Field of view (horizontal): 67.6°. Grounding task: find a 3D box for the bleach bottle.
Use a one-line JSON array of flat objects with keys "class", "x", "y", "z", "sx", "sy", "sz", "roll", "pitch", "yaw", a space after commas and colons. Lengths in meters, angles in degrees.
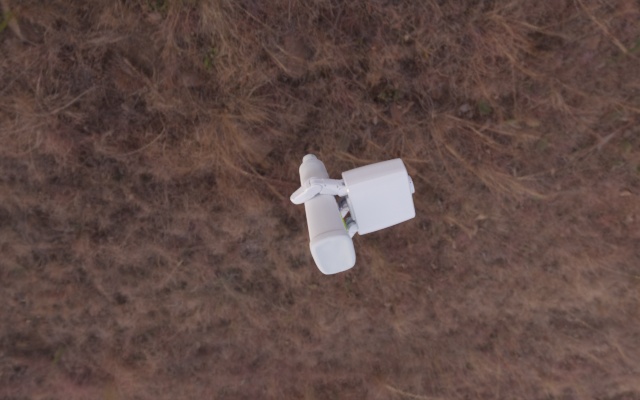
[{"class": "bleach bottle", "x": 0.000, "y": 0.003, "z": 0.854, "sx": 0.068, "sy": 0.250, "sz": 0.103, "roll": -16, "pitch": -42, "yaw": 2}]
